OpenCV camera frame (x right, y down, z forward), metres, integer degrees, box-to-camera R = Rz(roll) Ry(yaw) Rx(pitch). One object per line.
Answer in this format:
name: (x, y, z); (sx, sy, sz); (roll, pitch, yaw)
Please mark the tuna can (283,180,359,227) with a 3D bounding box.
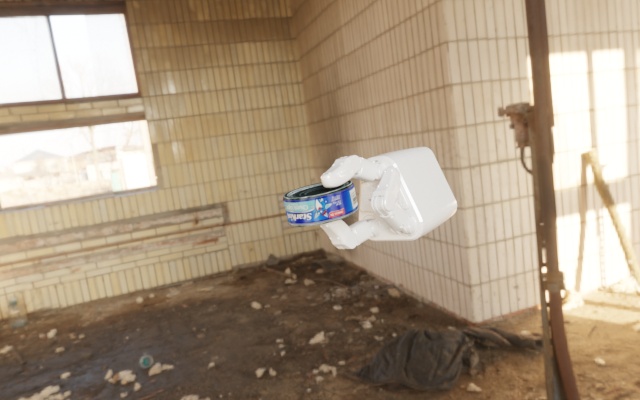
tuna can: (0.000, 0.001, 0.559); (0.086, 0.034, 0.086); (-12, 11, 2)
